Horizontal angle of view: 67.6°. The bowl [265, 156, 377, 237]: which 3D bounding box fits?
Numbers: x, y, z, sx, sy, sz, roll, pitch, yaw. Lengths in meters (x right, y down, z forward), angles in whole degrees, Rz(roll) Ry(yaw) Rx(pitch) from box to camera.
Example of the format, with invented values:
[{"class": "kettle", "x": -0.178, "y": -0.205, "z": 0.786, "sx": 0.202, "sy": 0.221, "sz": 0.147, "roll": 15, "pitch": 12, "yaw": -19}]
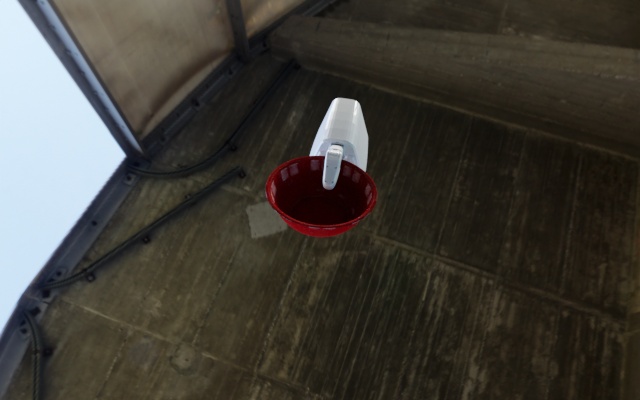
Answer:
[{"class": "bowl", "x": 0.000, "y": 0.003, "z": 0.705, "sx": 0.162, "sy": 0.055, "sz": 0.162, "roll": 3, "pitch": 41, "yaw": -3}]
